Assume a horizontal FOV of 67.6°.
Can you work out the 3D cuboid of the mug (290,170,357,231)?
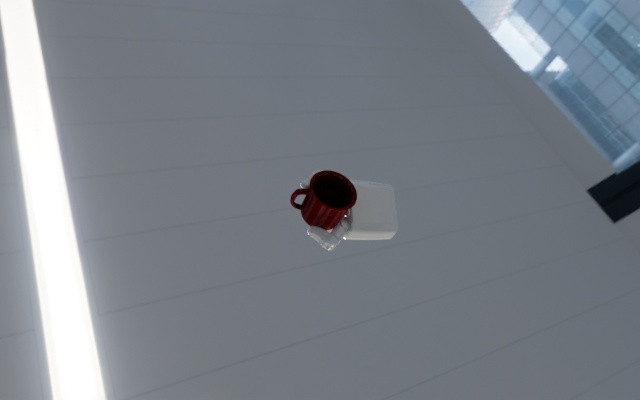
[{"bbox_3d":[-0.001,0.003,0.899,0.117,0.093,0.081,5,-38,-21],"label":"mug"}]
